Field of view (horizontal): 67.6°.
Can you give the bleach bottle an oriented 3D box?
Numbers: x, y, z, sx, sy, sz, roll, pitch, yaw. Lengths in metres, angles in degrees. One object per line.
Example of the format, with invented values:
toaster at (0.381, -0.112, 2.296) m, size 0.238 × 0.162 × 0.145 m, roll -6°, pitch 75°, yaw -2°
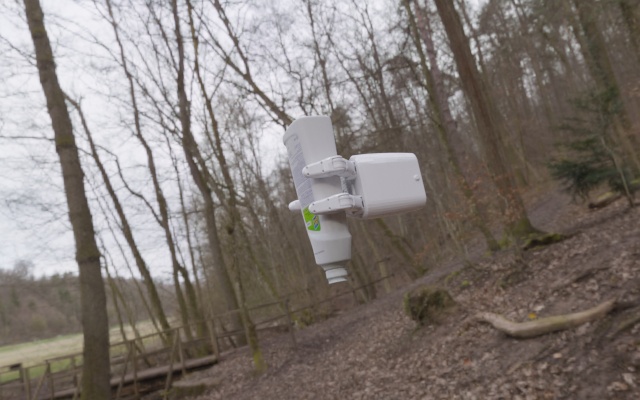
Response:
bleach bottle at (0.000, 0.002, 0.738) m, size 0.068 × 0.250 × 0.102 m, roll -7°, pitch -12°, yaw -20°
